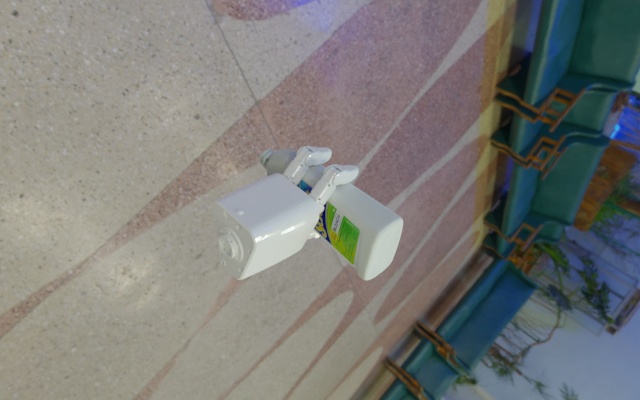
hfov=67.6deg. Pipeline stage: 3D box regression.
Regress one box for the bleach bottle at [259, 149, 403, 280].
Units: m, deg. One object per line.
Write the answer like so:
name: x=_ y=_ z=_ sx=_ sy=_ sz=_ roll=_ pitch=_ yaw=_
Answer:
bleach bottle: x=0.000 y=0.002 z=0.700 sx=0.068 sy=0.103 sz=0.250 roll=-28 pitch=51 yaw=-37
